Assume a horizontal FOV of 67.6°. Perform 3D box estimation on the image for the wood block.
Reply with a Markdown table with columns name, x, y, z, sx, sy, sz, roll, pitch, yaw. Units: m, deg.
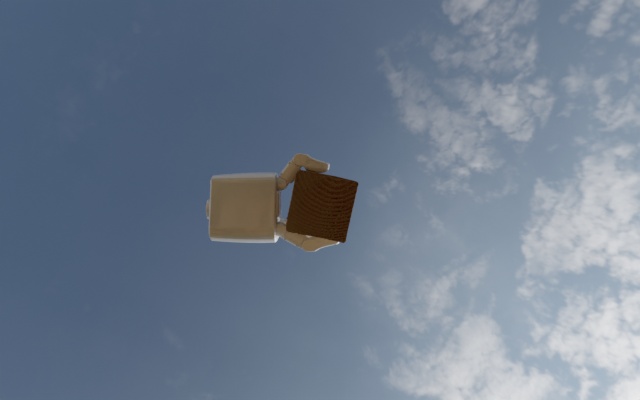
| name | x | y | z | sx | sy | sz | roll | pitch | yaw |
| --- | --- | --- | --- | --- | --- | --- | --- | --- | --- |
| wood block | 0.000 | 0.002 | 0.766 | 0.090 | 0.091 | 0.206 | 11 | 3 | -2 |
